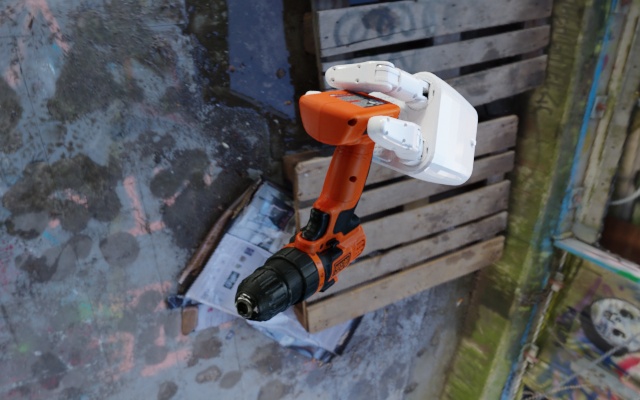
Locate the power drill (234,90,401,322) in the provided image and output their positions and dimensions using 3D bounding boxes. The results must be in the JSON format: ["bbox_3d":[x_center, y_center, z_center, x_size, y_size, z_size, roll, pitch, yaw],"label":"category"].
[{"bbox_3d":[0.000,0.001,0.423,0.057,0.188,0.184,26,27,22],"label":"power drill"}]
